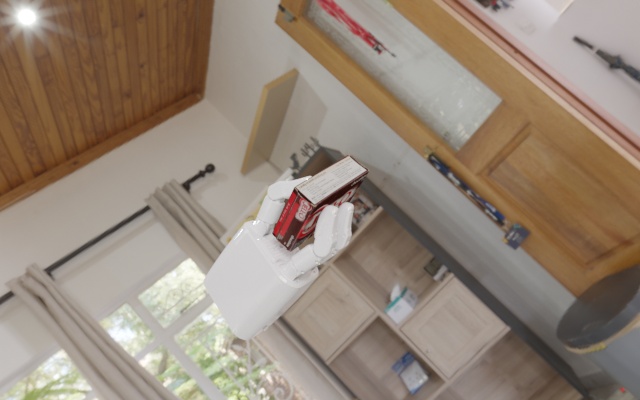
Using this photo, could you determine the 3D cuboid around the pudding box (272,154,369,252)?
[{"bbox_3d":[0.000,0.002,0.584,0.113,0.039,0.090,-36,-16,-43],"label":"pudding box"}]
